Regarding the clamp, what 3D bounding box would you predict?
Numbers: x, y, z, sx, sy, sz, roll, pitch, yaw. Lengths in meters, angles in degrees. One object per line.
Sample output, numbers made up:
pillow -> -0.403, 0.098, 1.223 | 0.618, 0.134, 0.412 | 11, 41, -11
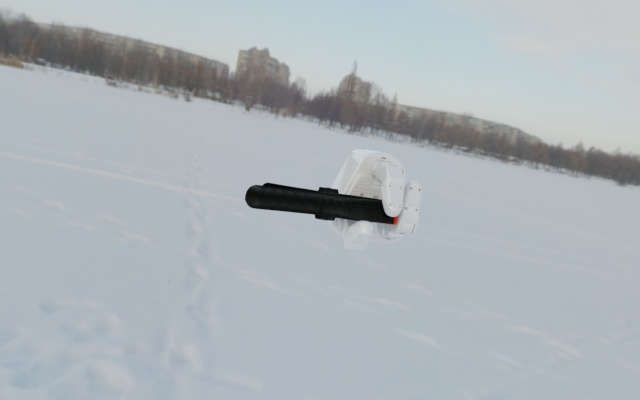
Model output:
clamp -> 0.000, 0.001, 0.550 | 0.171, 0.039, 0.120 | 10, 9, -9
